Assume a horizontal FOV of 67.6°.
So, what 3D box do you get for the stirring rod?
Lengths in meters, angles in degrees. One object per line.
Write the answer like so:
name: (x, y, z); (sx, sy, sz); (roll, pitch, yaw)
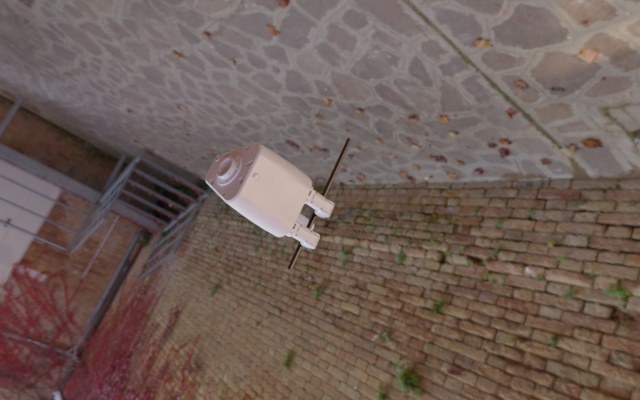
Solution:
stirring rod: (0.000, 0.002, 0.782); (0.011, 0.239, 0.011); (23, -13, 6)
